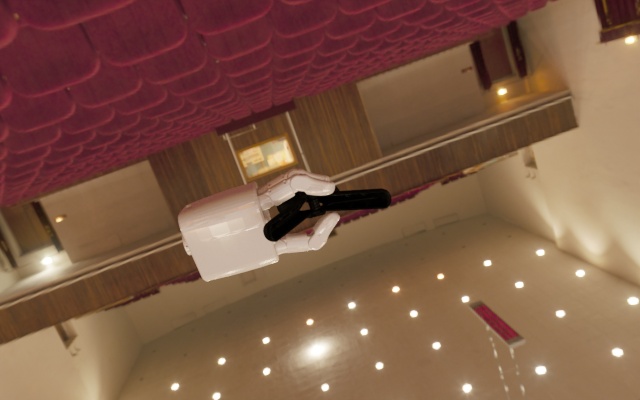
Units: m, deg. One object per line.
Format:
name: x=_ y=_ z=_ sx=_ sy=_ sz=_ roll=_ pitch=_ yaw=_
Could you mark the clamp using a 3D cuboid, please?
clamp: x=0.000 y=0.003 z=0.668 sx=0.164 sy=0.036 sz=0.210 roll=-14 pitch=12 yaw=-4
